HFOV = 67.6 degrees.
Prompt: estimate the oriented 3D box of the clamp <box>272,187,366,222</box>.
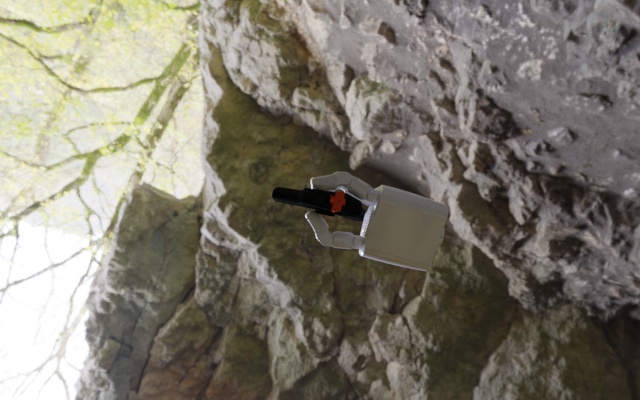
[{"bbox_3d":[0.000,0.003,0.730,0.164,0.036,0.210,13,-3,-1],"label":"clamp"}]
